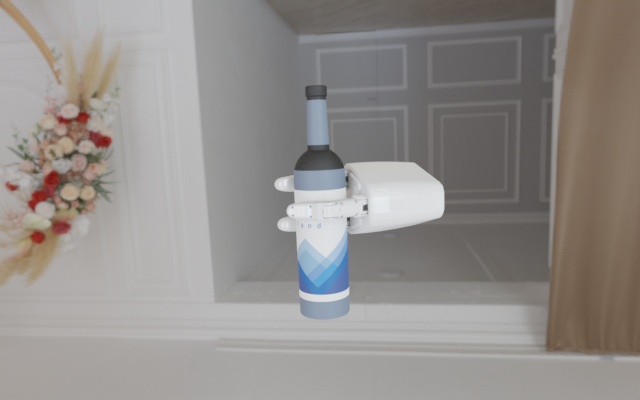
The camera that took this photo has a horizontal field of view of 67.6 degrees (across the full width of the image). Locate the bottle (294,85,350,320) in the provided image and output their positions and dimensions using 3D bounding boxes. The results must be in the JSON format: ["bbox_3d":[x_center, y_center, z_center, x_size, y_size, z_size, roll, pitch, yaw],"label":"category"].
[{"bbox_3d":[0.000,0.002,0.620,0.069,0.296,0.069,-2,8,0],"label":"bottle"}]
